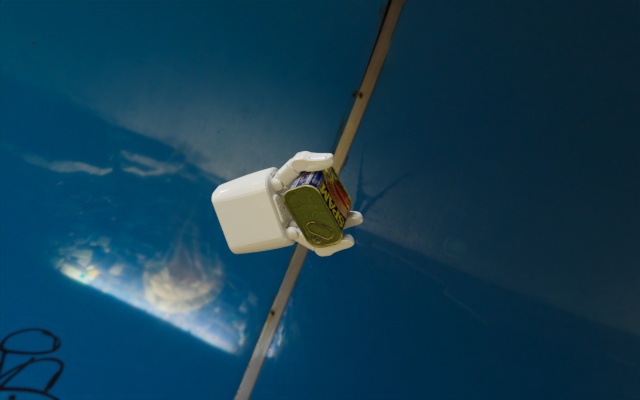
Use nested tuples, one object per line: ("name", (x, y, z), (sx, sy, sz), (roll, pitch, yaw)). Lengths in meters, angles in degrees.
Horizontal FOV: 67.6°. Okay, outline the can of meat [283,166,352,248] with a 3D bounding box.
("can of meat", (0.000, 0.002, 0.688), (0.057, 0.102, 0.084), (-17, 26, 27))
